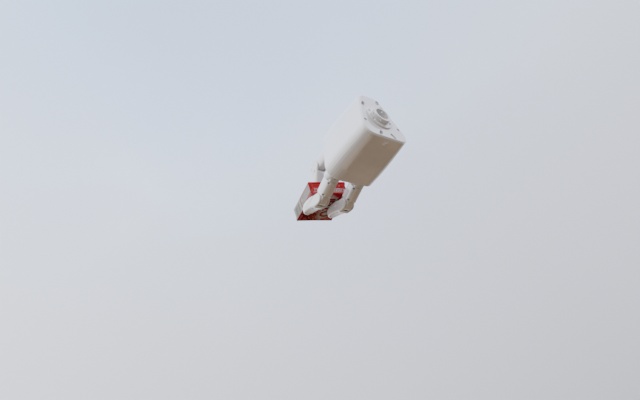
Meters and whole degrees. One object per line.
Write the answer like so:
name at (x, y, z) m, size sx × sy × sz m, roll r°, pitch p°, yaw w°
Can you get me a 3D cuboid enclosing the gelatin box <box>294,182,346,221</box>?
gelatin box at (0.000, 0.003, 0.875) m, size 0.073 × 0.030 × 0.089 m, roll 0°, pitch -36°, yaw -25°
